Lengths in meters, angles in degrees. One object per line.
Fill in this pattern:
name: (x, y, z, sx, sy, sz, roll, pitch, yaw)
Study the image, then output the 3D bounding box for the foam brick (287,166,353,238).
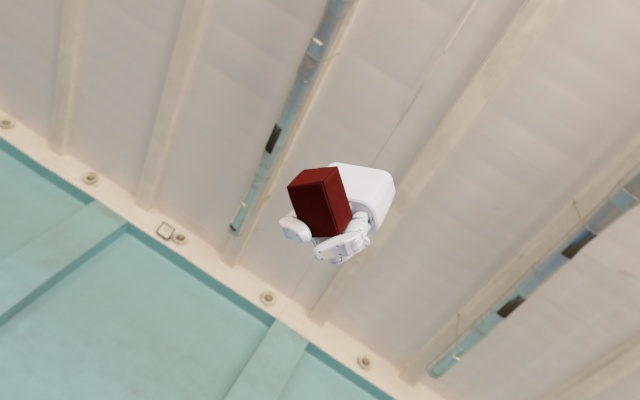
foam brick: (0.000, 0.002, 0.606, 0.053, 0.078, 0.051, -4, 27, 28)
